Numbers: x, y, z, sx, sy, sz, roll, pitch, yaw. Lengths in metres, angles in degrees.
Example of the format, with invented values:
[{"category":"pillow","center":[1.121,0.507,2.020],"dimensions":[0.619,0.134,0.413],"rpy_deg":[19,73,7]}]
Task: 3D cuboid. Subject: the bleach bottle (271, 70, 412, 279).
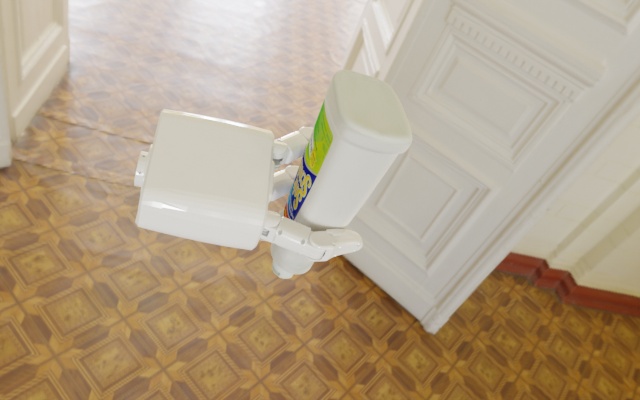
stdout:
[{"category":"bleach bottle","center":[0.000,0.001,0.482],"dimensions":[0.068,0.102,0.251],"rpy_deg":[11,-48,-18]}]
